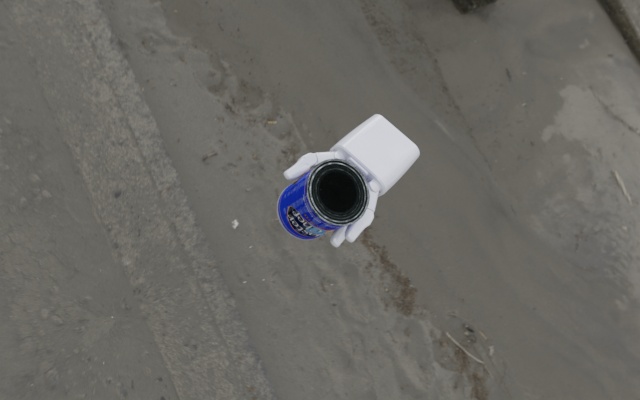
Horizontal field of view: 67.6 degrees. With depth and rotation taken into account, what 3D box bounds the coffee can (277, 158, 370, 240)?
[{"bbox_3d":[0.000,0.003,0.760,0.103,0.102,0.140,0,-13,-24],"label":"coffee can"}]
